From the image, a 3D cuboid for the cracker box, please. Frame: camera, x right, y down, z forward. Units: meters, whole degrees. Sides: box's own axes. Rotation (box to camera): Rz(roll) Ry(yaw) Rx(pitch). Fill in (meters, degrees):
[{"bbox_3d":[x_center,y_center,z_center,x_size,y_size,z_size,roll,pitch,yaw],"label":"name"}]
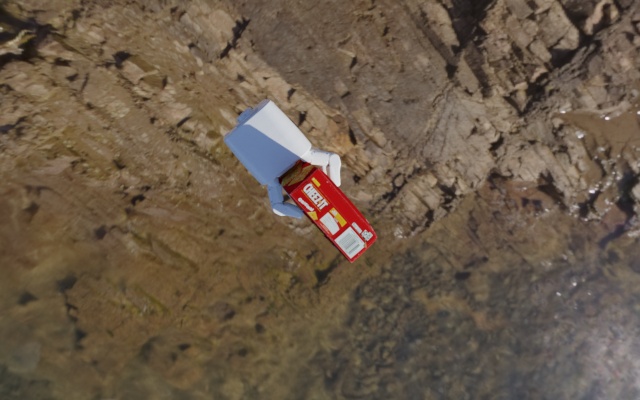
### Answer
[{"bbox_3d":[0.000,0.003,0.866,0.072,0.164,0.213,-42,19,-1],"label":"cracker box"}]
